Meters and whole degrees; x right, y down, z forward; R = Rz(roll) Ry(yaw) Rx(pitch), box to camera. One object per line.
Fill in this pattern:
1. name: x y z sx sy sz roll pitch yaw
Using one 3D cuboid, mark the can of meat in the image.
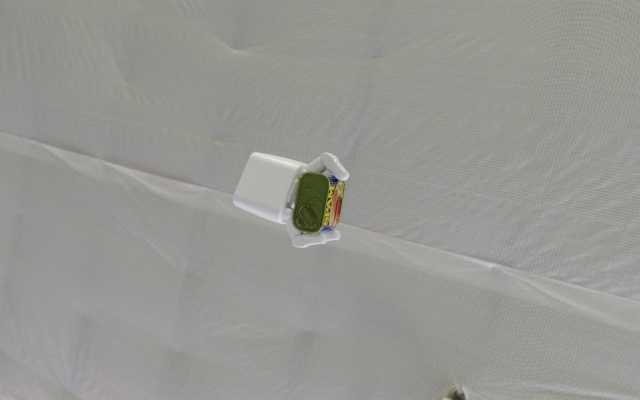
1. can of meat: 0.000 0.003 0.824 0.057 0.102 0.084 12 6 24
